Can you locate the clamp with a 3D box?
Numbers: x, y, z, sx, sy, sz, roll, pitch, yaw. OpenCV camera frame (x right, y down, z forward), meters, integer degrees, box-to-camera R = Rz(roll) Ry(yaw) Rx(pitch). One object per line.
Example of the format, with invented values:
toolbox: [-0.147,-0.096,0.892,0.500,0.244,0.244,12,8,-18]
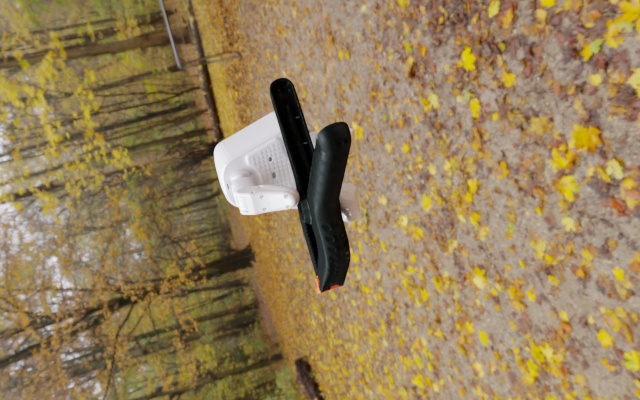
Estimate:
clamp: [-0.001,0.002,0.433,0.036,0.210,0.164,-15,23,-12]
